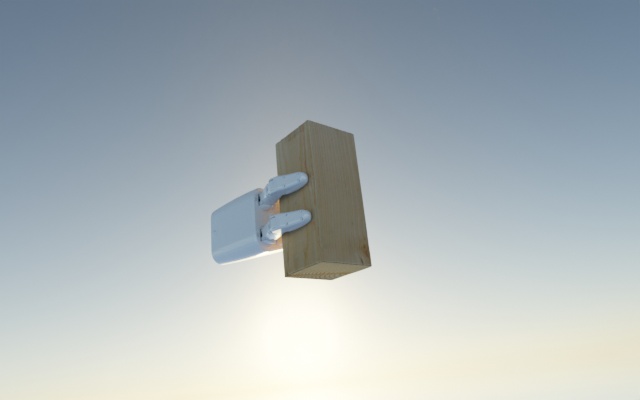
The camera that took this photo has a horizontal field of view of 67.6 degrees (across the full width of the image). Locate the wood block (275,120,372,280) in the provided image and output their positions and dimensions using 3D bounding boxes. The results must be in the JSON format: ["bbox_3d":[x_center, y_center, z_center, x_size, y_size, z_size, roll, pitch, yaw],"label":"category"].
[{"bbox_3d":[0.000,0.003,0.690,0.091,0.206,0.090,11,-27,-37],"label":"wood block"}]
